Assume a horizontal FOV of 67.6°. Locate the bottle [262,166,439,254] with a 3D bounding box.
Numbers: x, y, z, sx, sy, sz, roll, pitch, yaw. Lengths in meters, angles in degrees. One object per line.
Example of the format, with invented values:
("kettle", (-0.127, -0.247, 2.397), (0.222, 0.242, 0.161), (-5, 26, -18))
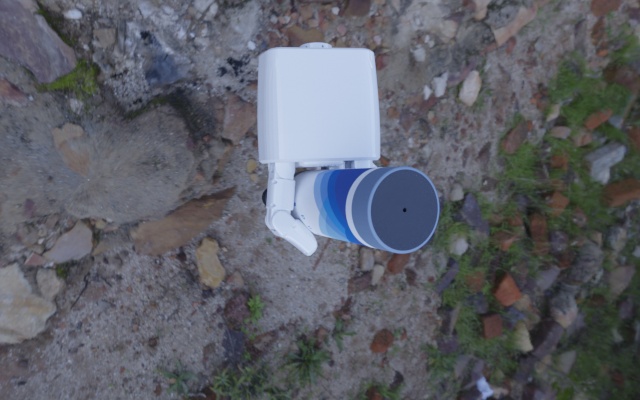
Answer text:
("bottle", (0.000, 0.002, 0.493), (0.069, 0.069, 0.295), (0, 2, -26))
